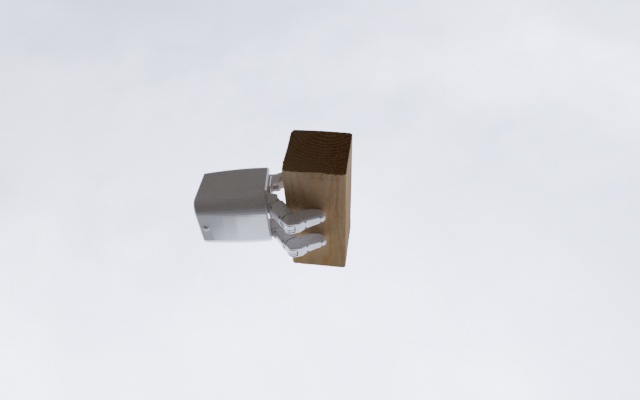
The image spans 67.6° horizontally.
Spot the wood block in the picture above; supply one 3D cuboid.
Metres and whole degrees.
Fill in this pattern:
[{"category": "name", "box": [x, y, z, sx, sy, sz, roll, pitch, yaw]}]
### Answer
[{"category": "wood block", "box": [0.000, 0.002, 0.730, 0.090, 0.090, 0.206, 4, -43, 6]}]
